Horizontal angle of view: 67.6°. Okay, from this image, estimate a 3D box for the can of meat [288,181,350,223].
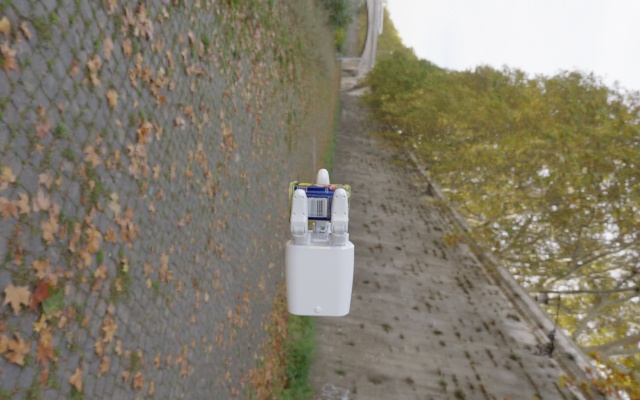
[{"bbox_3d":[0.000,0.002,0.698,0.084,0.057,0.102,2,4,2],"label":"can of meat"}]
